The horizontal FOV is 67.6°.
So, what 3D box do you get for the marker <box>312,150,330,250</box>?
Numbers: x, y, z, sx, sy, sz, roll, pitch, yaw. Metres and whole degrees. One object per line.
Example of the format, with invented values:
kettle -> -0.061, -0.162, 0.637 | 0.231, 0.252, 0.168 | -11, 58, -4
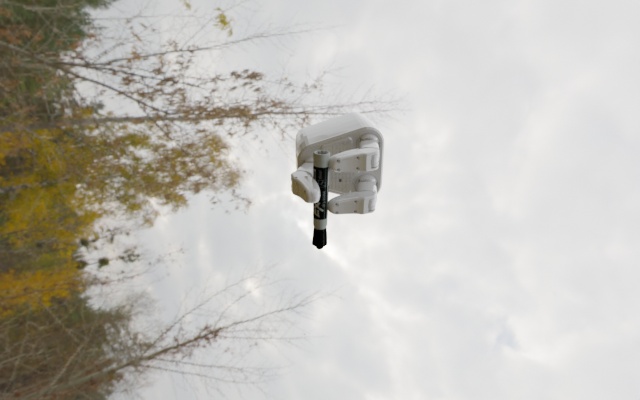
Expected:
marker -> 0.000, 0.002, 0.554 | 0.020, 0.121, 0.020 | 1, 24, 0
